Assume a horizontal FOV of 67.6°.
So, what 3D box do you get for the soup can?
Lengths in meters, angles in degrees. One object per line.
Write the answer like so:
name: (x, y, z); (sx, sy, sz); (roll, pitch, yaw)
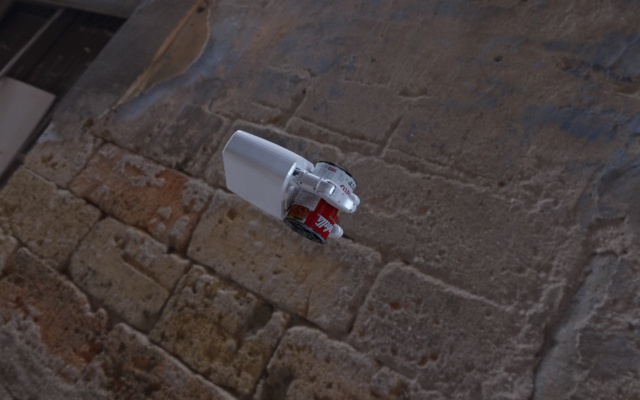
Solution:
soup can: (0.001, 0.002, 0.691); (0.068, 0.102, 0.068); (28, -15, 8)
